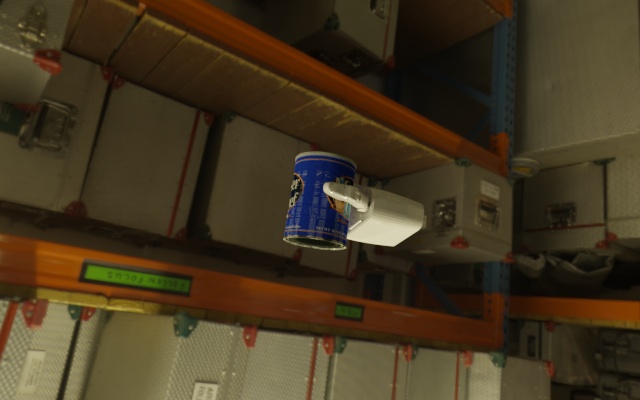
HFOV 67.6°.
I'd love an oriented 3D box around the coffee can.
[{"bbox_3d":[0.000,0.002,0.782,0.103,0.140,0.103,8,-14,2],"label":"coffee can"}]
